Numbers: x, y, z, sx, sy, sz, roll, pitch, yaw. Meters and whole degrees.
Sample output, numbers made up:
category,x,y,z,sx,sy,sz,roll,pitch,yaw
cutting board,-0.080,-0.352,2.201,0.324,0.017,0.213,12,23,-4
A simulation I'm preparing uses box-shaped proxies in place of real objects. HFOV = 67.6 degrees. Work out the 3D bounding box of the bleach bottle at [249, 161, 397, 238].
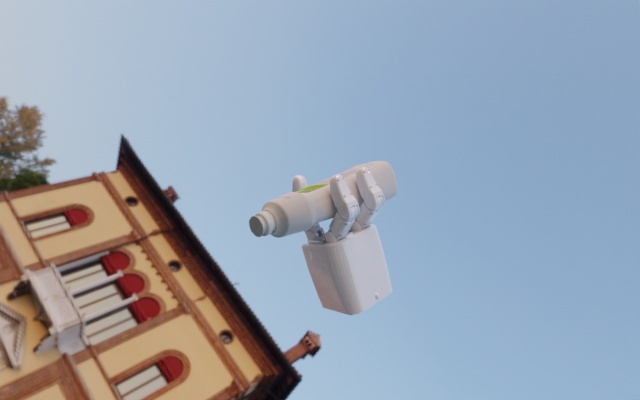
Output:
category,x,y,z,sx,sy,sz,roll,pitch,yaw
bleach bottle,0.000,0.002,0.688,0.251,0.068,0.102,-20,5,-43
